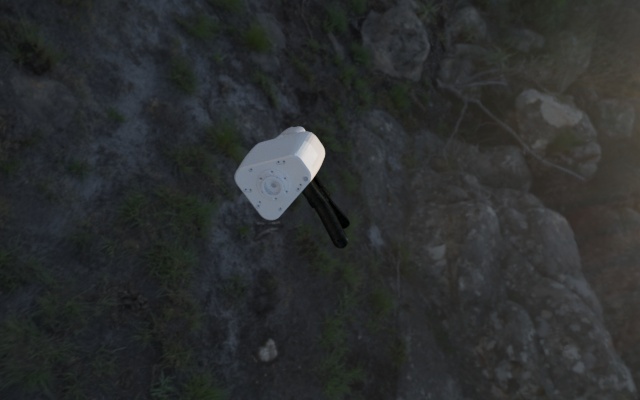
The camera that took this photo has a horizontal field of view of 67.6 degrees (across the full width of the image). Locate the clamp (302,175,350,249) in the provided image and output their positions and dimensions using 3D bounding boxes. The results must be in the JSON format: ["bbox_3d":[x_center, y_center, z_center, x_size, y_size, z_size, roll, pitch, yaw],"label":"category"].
[{"bbox_3d":[0.001,0.002,0.807,0.039,0.171,0.120,-36,17,7],"label":"clamp"}]
